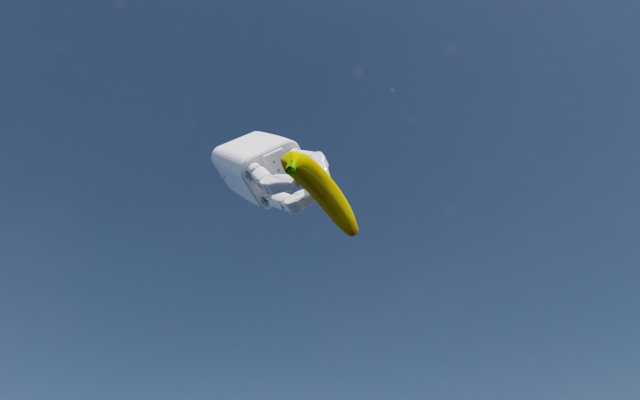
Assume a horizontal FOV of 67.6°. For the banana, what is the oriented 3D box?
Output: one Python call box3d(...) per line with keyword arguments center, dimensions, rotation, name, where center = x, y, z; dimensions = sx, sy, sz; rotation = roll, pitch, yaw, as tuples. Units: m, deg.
box3d(center=(-0.004, -0.015, 0.659), dimensions=(0.037, 0.069, 0.198), rotation=(-23, -37, 21), name="banana")
